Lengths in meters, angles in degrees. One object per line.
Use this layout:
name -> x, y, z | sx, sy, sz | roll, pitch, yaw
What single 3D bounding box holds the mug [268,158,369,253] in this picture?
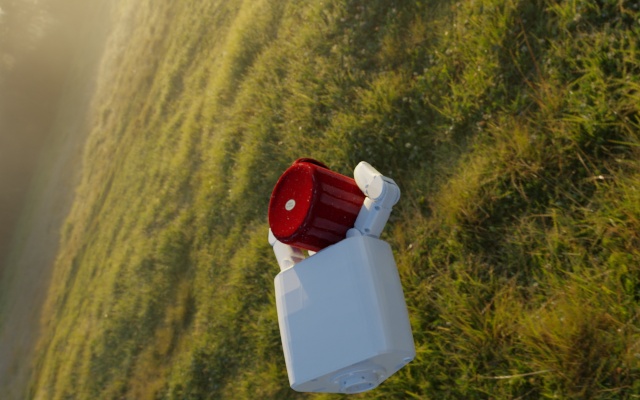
mug -> 0.000, 0.000, 0.483 | 0.081, 0.117, 0.093 | 18, -46, -35
